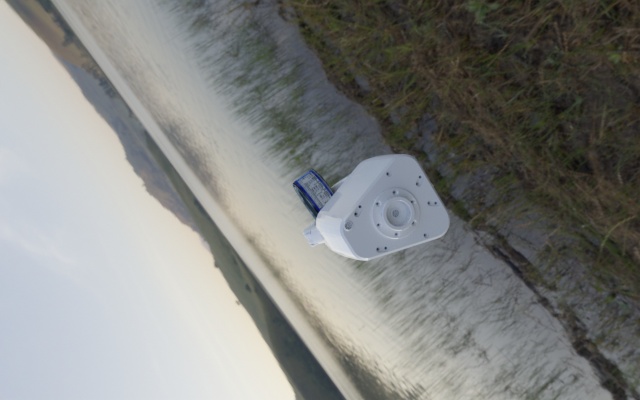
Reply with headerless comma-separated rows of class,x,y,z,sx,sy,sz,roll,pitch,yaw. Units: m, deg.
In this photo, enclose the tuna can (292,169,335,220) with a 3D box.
tuna can,0.000,0.002,0.632,0.034,0.086,0.086,-36,4,-6
